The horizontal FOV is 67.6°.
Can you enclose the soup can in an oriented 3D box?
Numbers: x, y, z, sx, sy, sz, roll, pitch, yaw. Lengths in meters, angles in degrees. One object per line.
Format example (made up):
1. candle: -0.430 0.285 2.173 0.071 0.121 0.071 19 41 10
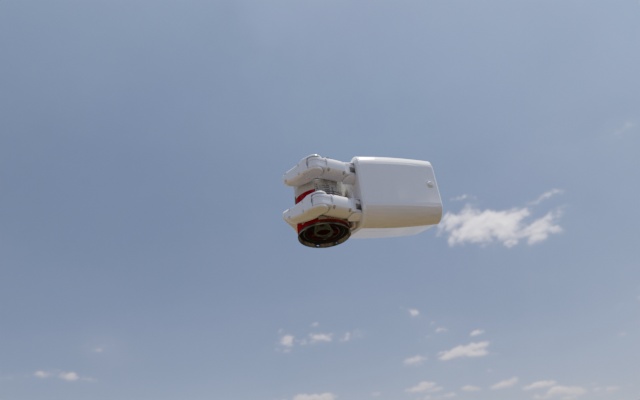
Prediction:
1. soup can: 0.000 0.002 0.627 0.068 0.102 0.068 -5 -31 -3
